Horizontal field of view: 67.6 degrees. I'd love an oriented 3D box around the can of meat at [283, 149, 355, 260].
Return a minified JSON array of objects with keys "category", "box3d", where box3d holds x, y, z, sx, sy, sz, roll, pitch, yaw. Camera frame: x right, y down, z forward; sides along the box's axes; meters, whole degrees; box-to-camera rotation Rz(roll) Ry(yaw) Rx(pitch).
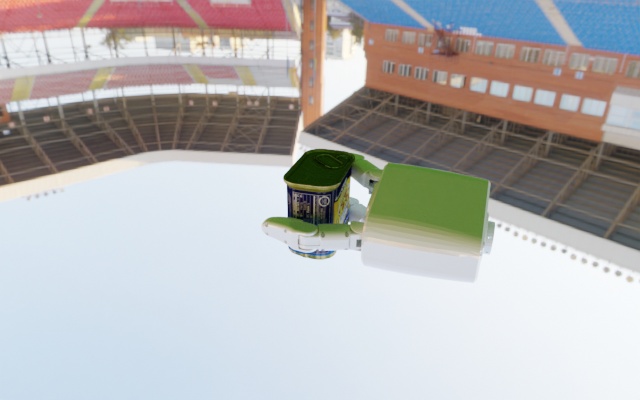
[{"category":"can of meat","box3d":[0.000,0.002,0.507,0.057,0.084,0.102,8,27,14]}]
